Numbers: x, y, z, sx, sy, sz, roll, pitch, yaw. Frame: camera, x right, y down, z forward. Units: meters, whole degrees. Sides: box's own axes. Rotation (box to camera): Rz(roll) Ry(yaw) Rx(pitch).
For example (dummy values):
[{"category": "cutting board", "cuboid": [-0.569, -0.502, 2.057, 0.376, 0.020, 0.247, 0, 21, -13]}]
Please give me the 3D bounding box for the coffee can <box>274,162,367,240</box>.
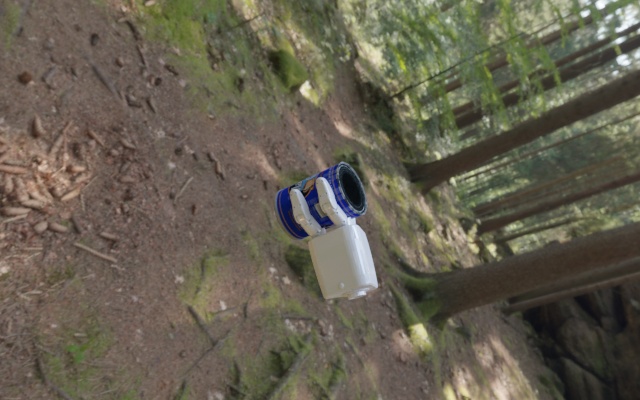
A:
[{"category": "coffee can", "cuboid": [0.000, 0.003, 0.879, 0.140, 0.103, 0.103, -24, -11, 26]}]
